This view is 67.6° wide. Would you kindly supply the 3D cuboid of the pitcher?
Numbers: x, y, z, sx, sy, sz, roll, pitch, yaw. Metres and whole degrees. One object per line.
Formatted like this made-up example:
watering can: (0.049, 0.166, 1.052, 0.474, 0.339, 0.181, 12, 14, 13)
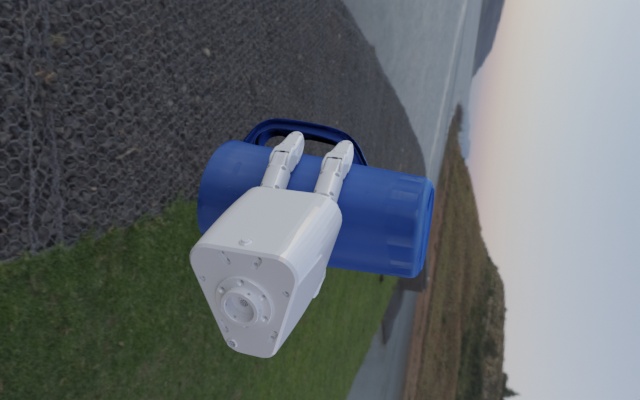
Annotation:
pitcher: (0.000, 0.002, 0.537, 0.243, 0.149, 0.145, 9, 26, 16)
